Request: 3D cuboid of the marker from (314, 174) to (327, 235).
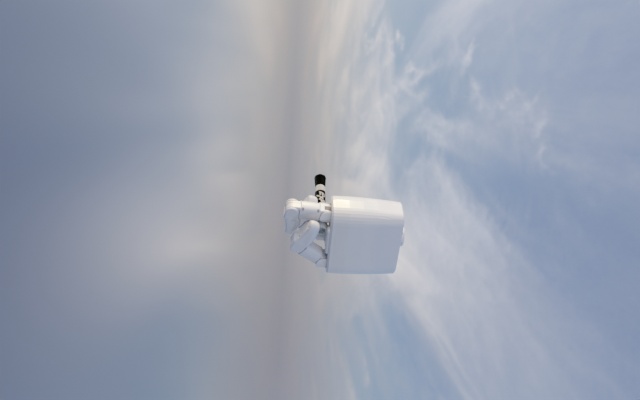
[{"bbox_3d":[0.000,0.002,0.730,0.020,0.020,0.121,0,44,-1],"label":"marker"}]
